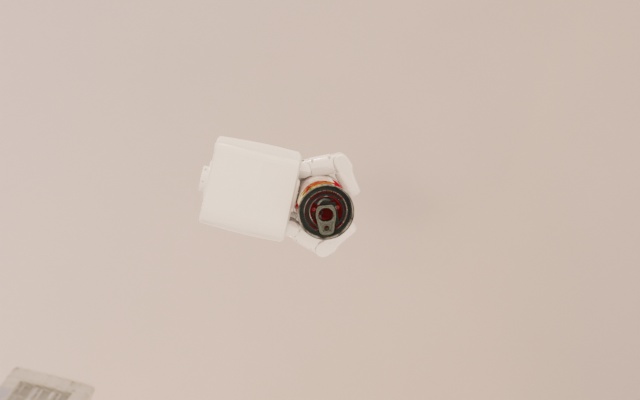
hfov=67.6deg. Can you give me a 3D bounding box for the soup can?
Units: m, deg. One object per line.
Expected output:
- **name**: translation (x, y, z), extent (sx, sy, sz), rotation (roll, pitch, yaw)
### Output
- **soup can**: translation (0.001, 0.002, 0.609), extent (0.068, 0.068, 0.102), rotation (0, 15, -8)
